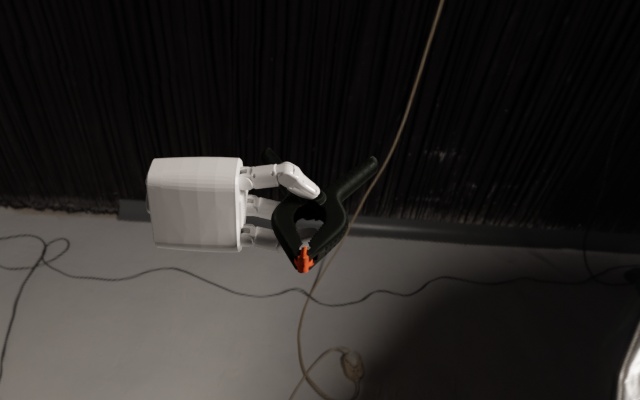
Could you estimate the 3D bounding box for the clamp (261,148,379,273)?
[{"bbox_3d":[0.000,0.002,0.609,0.164,0.036,0.209,0,43,-1],"label":"clamp"}]
